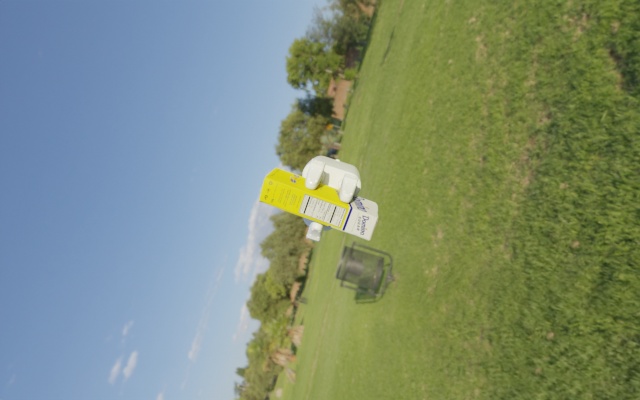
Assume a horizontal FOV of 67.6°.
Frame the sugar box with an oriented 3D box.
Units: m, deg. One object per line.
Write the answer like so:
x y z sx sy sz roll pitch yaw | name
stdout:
0.000 0.002 0.734 0.176 0.048 0.093 17 15 0 | sugar box
